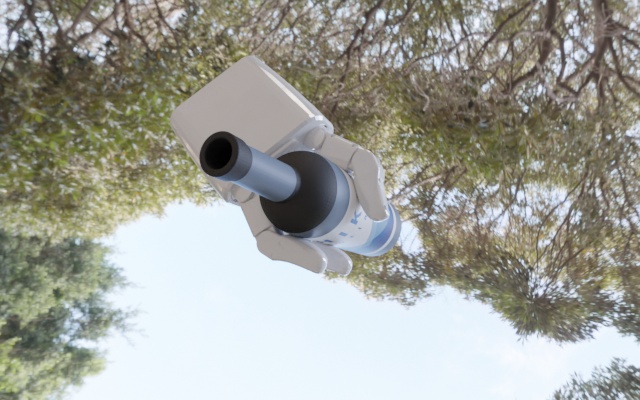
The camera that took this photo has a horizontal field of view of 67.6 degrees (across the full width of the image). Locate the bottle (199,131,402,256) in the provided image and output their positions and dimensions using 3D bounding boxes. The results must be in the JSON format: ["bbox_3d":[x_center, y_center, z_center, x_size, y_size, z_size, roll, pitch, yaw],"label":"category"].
[{"bbox_3d":[0.000,0.001,0.405,0.069,0.069,0.296,0,-11,24],"label":"bottle"}]
